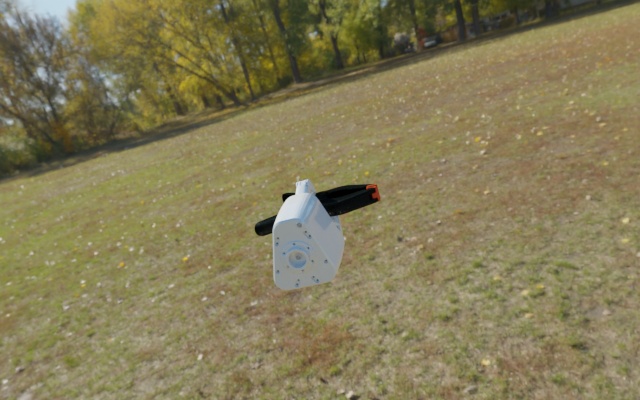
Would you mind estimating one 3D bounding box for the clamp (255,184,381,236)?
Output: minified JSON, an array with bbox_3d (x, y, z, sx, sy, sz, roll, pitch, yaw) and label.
[{"bbox_3d":[0.000,0.002,0.838,0.210,0.036,0.164,-14,18,11],"label":"clamp"}]
